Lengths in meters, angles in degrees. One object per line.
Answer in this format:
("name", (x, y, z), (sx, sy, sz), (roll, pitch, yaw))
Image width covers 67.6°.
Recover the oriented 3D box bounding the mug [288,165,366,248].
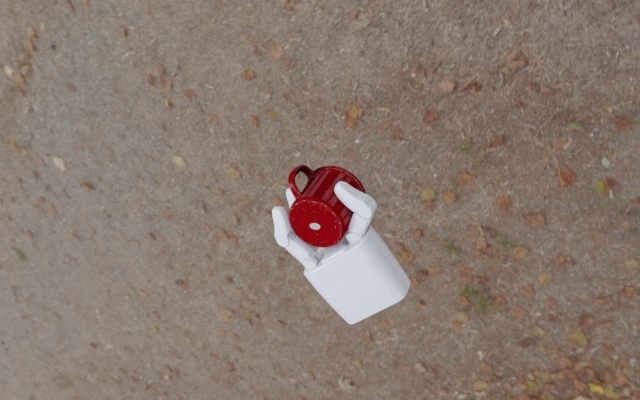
("mug", (-0.001, 0.001, 0.658), (0.093, 0.117, 0.081), (-29, 16, 38))
